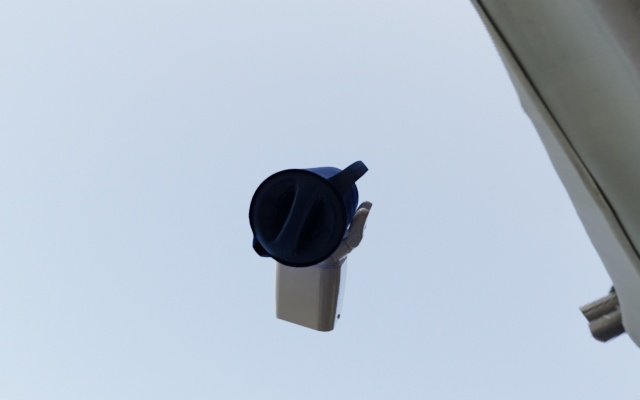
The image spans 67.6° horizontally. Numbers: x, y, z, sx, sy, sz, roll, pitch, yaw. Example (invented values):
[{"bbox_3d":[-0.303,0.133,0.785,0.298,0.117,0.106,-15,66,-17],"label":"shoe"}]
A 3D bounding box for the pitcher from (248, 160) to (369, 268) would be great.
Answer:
[{"bbox_3d":[0.000,0.003,0.735,0.149,0.145,0.243,5,9,11],"label":"pitcher"}]
